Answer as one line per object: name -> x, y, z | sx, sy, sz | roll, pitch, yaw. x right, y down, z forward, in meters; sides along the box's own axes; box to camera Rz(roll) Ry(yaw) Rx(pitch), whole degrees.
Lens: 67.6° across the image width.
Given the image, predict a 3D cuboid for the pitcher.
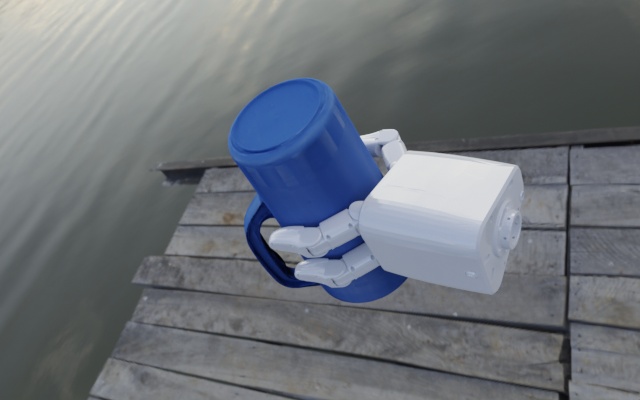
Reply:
pitcher -> 0.000, 0.002, 0.502 | 0.145, 0.149, 0.243 | 11, -30, 37
